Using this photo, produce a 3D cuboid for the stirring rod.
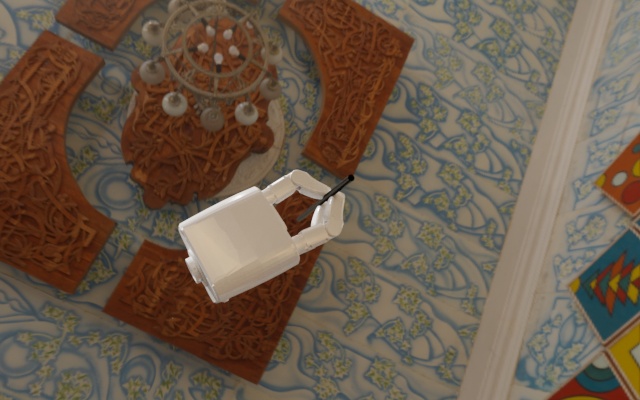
[{"bbox_3d":[0.000,0.002,0.646,0.011,0.011,0.239,0,-13,-17],"label":"stirring rod"}]
